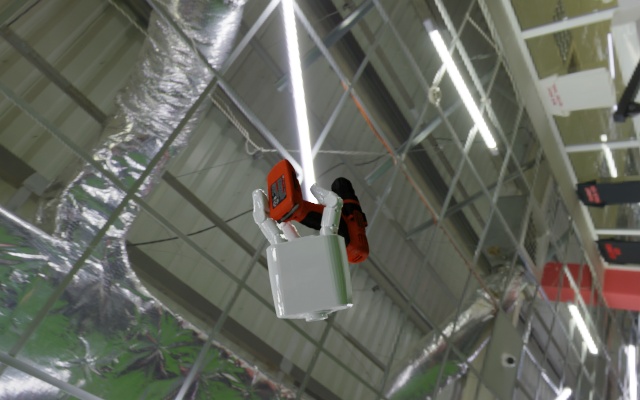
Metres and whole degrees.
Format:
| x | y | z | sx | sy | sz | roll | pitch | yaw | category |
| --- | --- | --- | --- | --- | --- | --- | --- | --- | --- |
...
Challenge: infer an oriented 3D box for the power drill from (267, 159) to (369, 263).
| x | y | z | sx | sy | sz | roll | pitch | yaw | category |
| --- | --- | --- | --- | --- | --- | --- | --- | --- | --- |
| 0.000 | 0.003 | 0.806 | 0.188 | 0.184 | 0.057 | 26 | -55 | -33 | power drill |
